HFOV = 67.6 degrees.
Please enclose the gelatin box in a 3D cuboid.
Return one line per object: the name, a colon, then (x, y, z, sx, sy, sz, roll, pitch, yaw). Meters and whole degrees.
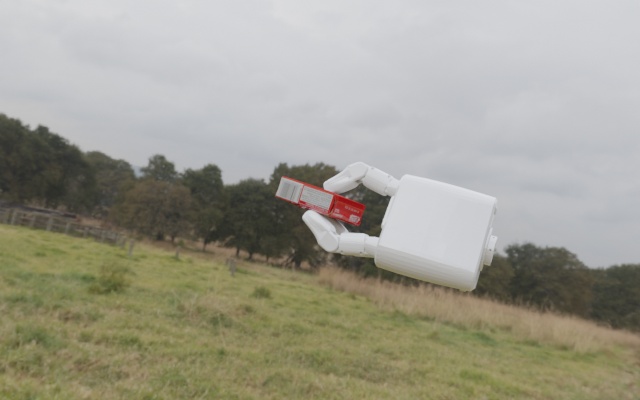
gelatin box: (0.000, 0.001, 0.597, 0.089, 0.030, 0.073, 19, -1, 35)
